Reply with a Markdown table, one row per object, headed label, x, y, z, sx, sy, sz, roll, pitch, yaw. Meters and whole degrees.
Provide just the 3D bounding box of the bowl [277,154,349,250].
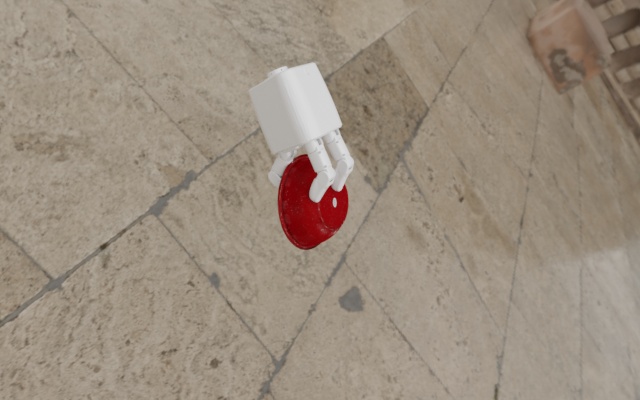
| label | x | y | z | sx | sy | sz | roll | pitch | yaw |
| --- | --- | --- | --- | --- | --- | --- | --- | --- | --- |
| bowl | 0.001 | 0.004 | 0.788 | 0.055 | 0.162 | 0.162 | 0 | 0 | 34 |
